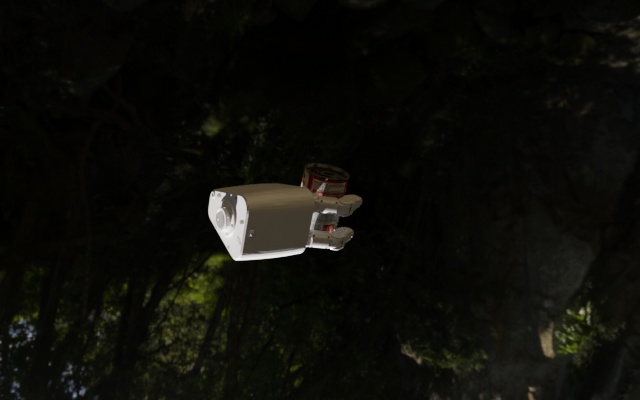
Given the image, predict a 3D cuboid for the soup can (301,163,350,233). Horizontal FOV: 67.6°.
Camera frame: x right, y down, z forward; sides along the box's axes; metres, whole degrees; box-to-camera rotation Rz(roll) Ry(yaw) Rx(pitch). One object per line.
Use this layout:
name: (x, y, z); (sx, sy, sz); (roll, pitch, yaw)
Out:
soup can: (0.000, 0.003, 0.723); (0.068, 0.102, 0.068); (11, 20, -4)
